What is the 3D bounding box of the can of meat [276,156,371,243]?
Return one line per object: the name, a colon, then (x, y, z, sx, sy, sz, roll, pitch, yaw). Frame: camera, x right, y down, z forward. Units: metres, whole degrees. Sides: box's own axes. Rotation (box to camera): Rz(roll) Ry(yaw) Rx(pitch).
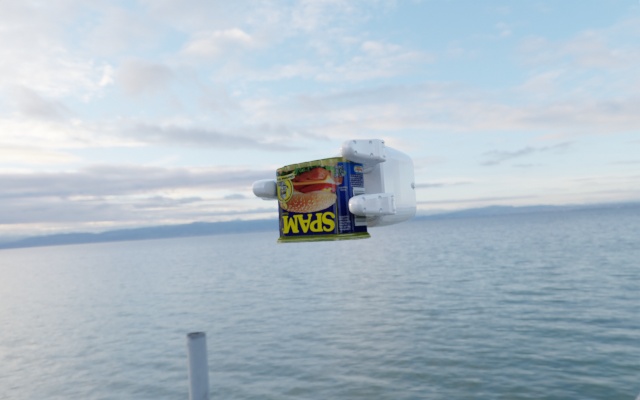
can of meat: (0.000, 0.001, 0.511, 0.102, 0.084, 0.057, -6, -4, 37)
